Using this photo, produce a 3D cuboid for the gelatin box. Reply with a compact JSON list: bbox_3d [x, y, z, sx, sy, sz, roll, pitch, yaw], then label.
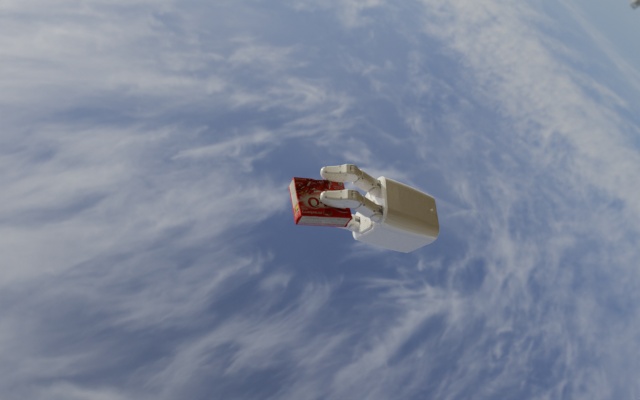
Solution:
[{"bbox_3d":[0.000,0.003,0.746,0.089,0.073,0.030,4,-36,-23],"label":"gelatin box"}]
